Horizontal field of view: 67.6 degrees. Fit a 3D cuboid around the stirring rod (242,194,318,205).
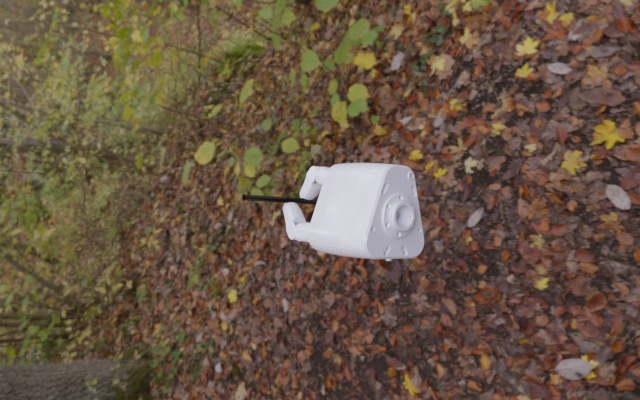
[{"bbox_3d":[0.000,0.002,0.683,0.239,0.011,0.011,4,-2,-35],"label":"stirring rod"}]
